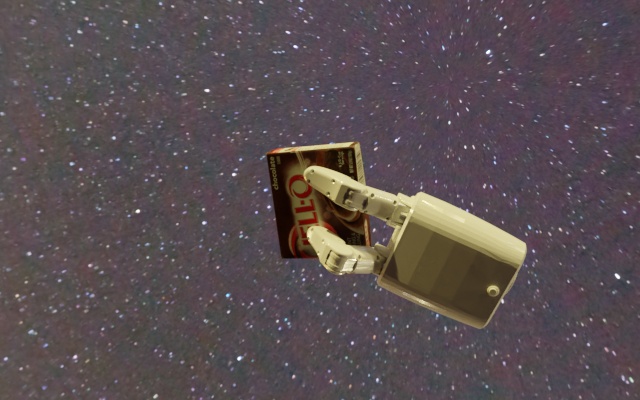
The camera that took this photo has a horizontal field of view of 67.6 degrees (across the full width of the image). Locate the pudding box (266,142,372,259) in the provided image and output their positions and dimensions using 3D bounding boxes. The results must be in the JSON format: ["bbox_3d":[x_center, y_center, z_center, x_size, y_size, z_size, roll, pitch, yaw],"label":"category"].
[{"bbox_3d":[0.000,0.002,0.475,0.090,0.113,0.039,-3,12,18],"label":"pudding box"}]
